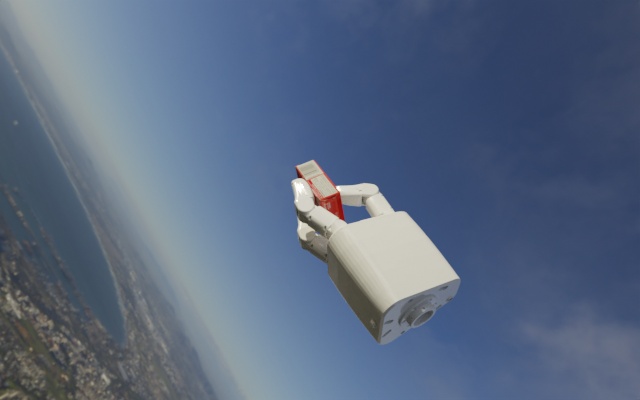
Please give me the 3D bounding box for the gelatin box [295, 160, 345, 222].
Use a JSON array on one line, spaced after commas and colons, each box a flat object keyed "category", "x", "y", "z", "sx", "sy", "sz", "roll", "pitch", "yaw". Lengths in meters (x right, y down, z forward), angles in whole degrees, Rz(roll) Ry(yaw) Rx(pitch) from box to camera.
[{"category": "gelatin box", "x": 0.000, "y": 0.002, "z": 0.609, "sx": 0.030, "sy": 0.073, "sz": 0.089, "roll": -20, "pitch": 39, "yaw": -13}]
